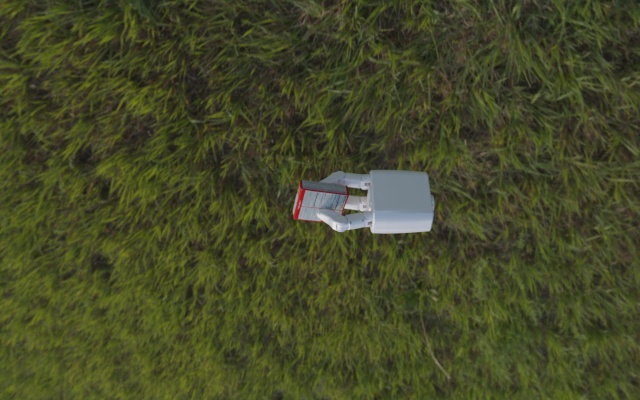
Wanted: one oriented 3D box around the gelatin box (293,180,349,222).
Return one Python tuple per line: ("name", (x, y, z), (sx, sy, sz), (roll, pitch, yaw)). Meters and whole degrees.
("gelatin box", (0.000, 0.003, 0.861), (0.089, 0.073, 0.030), (6, 41, -13))
